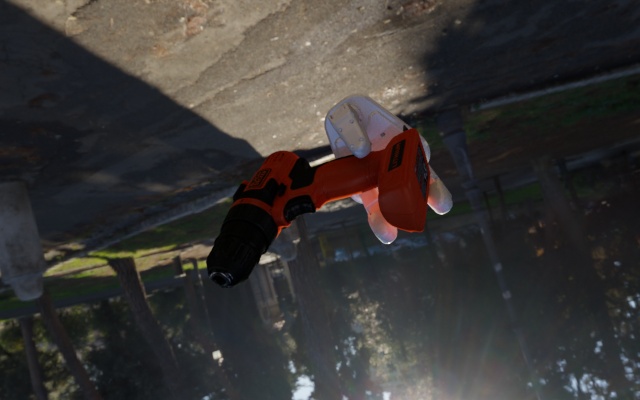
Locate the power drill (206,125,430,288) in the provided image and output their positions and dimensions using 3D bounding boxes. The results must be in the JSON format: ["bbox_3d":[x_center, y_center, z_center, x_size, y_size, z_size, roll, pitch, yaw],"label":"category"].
[{"bbox_3d":[0.001,0.001,0.438,0.187,0.057,0.184,-8,35,24],"label":"power drill"}]
